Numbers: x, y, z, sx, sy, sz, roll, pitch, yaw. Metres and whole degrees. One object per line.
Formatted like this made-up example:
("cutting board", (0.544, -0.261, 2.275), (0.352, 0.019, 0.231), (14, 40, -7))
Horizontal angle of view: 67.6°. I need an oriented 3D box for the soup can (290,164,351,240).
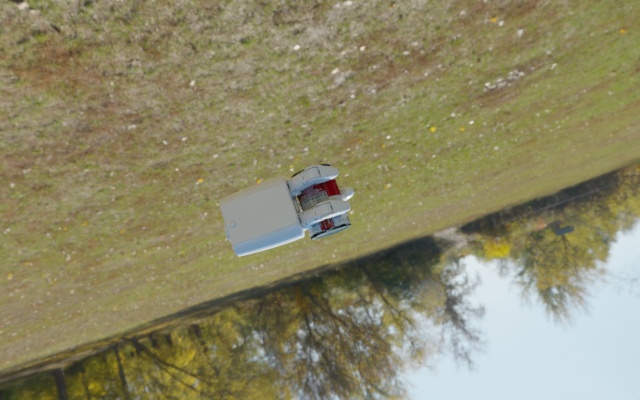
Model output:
("soup can", (0.001, 0.003, 0.741), (0.068, 0.102, 0.068), (-19, -9, -3))
